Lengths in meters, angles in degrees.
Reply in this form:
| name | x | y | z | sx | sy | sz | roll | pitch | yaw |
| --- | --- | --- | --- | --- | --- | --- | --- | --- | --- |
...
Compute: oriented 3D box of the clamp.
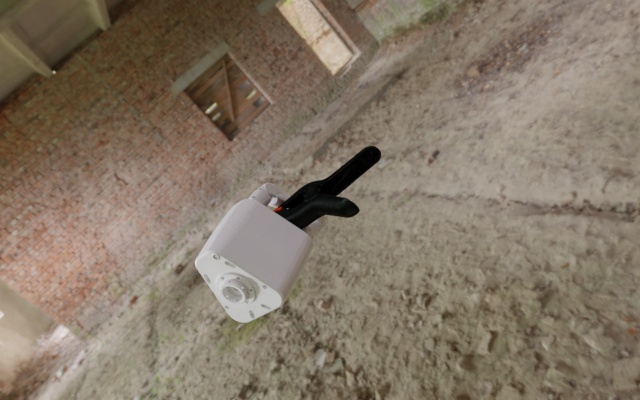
| name | x | y | z | sx | sy | sz | roll | pitch | yaw |
| --- | --- | --- | --- | --- | --- | --- | --- | --- | --- |
| clamp | 0.000 | 0.002 | 0.609 | 0.171 | 0.039 | 0.120 | -32 | 17 | 33 |
